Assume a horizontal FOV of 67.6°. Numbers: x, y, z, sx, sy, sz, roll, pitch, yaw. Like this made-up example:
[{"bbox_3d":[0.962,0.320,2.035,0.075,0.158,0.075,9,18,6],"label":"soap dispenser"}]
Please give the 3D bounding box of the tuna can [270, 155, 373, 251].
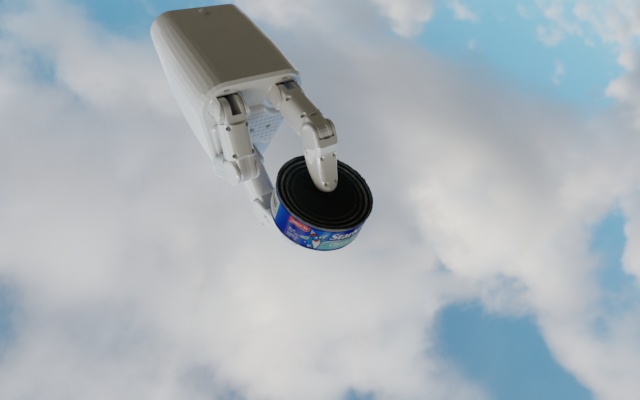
[{"bbox_3d":[0.000,0.002,0.416,0.086,0.086,0.034,0,-40,-21],"label":"tuna can"}]
